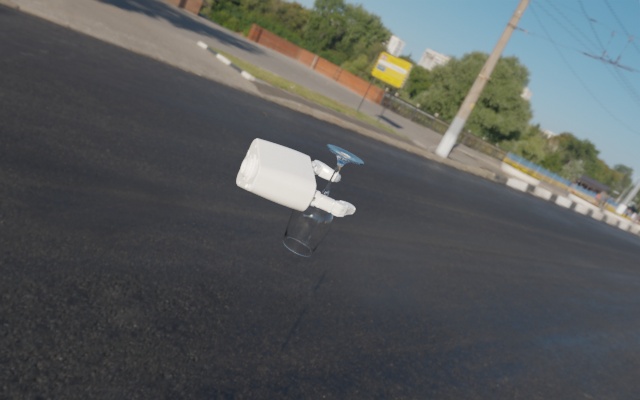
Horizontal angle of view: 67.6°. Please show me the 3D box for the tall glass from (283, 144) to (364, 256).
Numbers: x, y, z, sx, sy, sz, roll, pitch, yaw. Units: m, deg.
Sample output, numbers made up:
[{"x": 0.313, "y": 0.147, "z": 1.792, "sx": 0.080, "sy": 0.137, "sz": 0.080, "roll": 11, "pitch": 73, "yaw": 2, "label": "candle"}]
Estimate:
[{"x": 0.001, "y": 0.002, "z": 0.873, "sx": 0.079, "sy": 0.201, "sz": 0.079, "roll": 25, "pitch": 16, "yaw": -7, "label": "tall glass"}]
